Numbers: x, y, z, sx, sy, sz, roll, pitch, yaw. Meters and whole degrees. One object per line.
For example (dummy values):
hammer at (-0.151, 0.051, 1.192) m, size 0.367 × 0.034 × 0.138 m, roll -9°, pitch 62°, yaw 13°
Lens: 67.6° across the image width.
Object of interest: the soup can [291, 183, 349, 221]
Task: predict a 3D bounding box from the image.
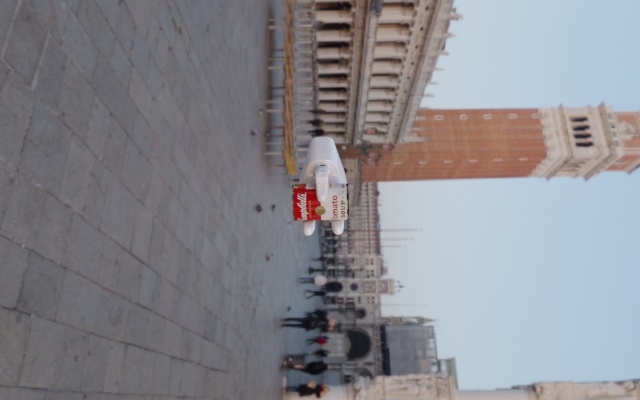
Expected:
soup can at (0.000, 0.003, 0.867) m, size 0.102 × 0.068 × 0.068 m, roll -1°, pitch 0°, yaw 1°
